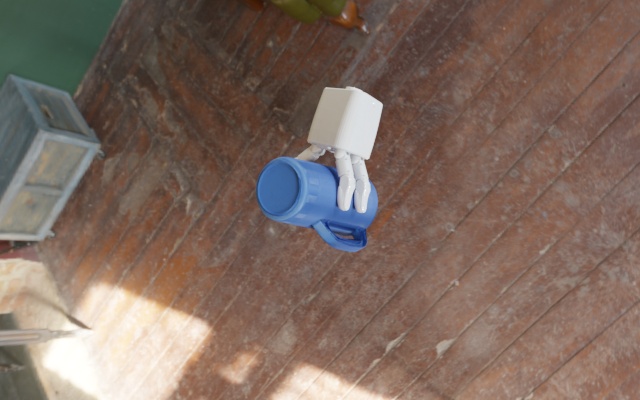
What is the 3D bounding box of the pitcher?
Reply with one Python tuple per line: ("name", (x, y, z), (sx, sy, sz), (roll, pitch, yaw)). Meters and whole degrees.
("pitcher", (0.000, 0.003, 0.873), (0.149, 0.145, 0.243), (21, 5, 33))
